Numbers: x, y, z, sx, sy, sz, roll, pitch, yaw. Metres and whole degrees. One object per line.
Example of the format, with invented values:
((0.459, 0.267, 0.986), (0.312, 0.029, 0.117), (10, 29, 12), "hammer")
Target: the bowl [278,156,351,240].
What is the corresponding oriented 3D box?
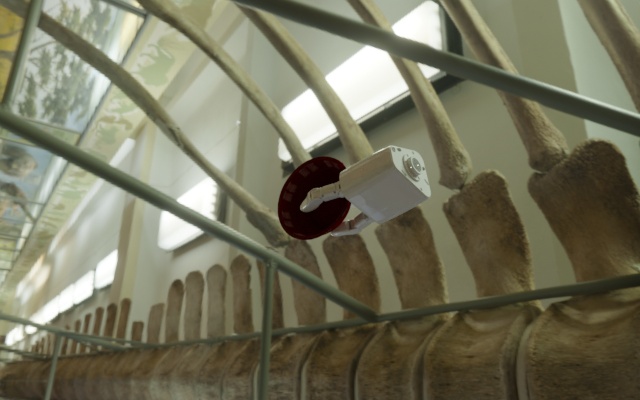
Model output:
((-0.001, 0.003, 0.876), (0.162, 0.162, 0.055), (0, -21, 36), "bowl")
